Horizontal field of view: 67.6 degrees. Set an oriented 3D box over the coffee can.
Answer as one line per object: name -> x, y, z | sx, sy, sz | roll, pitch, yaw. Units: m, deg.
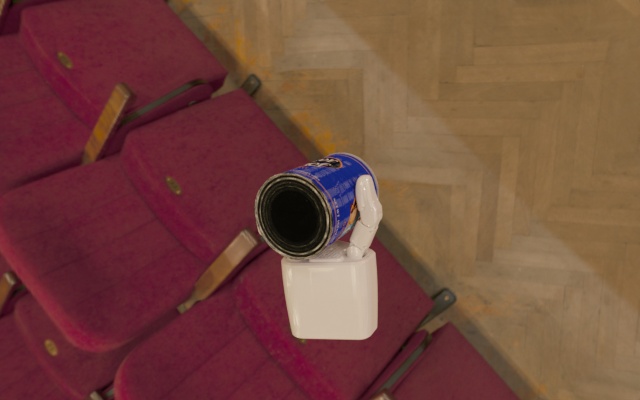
coffee can -> 0.000, 0.002, 0.594 | 0.103, 0.103, 0.140 | 0, 14, 29
